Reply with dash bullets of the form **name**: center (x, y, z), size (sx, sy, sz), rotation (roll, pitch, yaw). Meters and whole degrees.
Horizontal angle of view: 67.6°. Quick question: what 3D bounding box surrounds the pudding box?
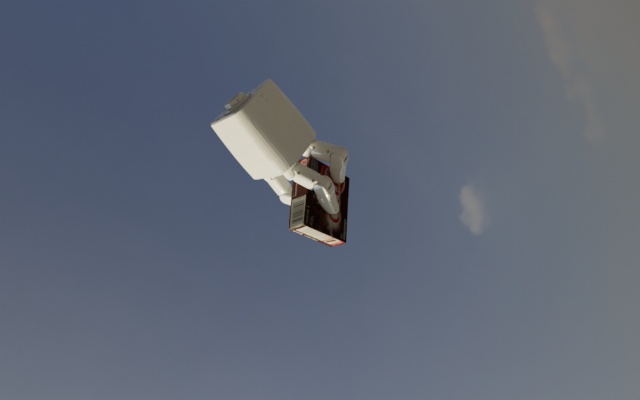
- **pudding box**: center (0.000, 0.002, 0.710), size (0.039, 0.113, 0.090), rotation (-17, -32, 43)
